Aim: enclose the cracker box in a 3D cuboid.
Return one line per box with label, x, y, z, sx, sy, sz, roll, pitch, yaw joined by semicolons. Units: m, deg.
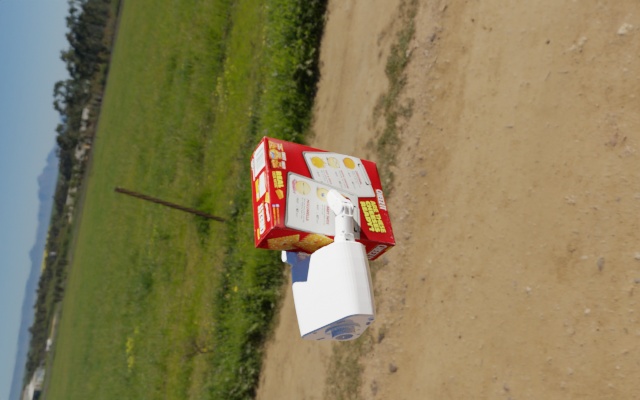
cracker box;0.000;0.002;0.757;0.214;0.164;0.072;10;-36;-29
